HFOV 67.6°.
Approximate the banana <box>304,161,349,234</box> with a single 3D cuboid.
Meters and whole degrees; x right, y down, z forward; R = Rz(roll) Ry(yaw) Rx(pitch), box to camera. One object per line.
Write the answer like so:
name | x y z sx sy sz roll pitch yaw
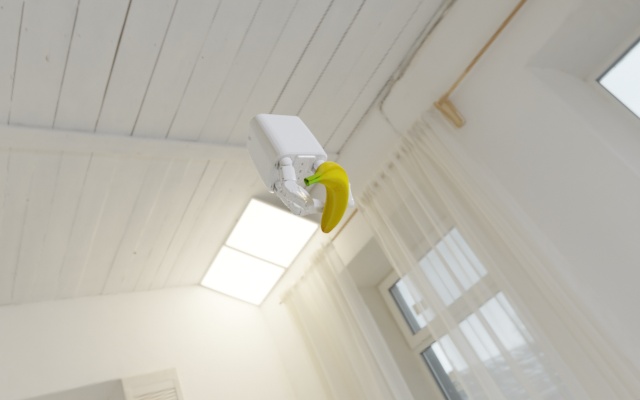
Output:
banana | 0.015 -0.009 0.739 0.069 0.037 0.198 -33 -27 -7
